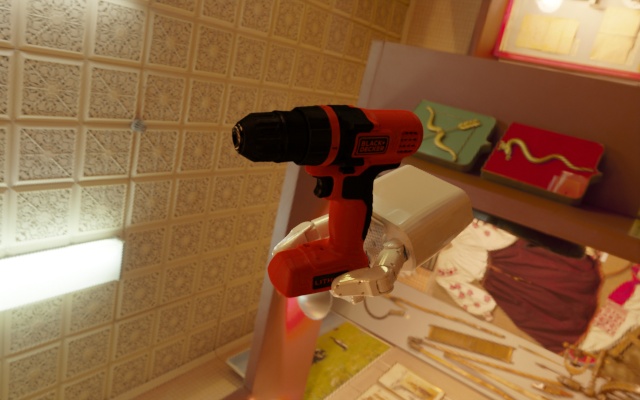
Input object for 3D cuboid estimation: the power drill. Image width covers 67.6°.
[{"bbox_3d":[0.000,0.002,0.449,0.184,0.188,0.057,-5,34,-28],"label":"power drill"}]
